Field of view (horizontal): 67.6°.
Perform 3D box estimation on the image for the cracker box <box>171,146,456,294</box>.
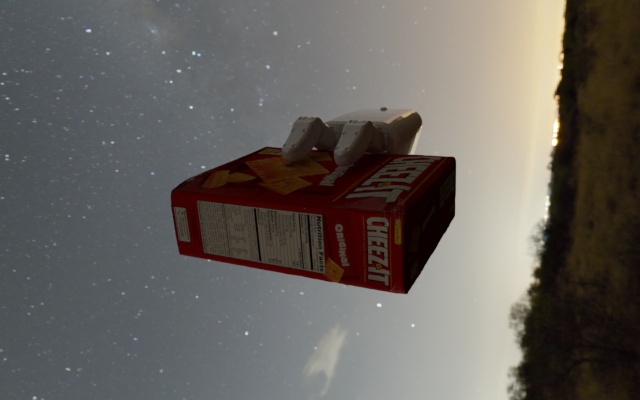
[{"bbox_3d":[0.000,0.002,0.439,0.213,0.072,0.164,5,21,26],"label":"cracker box"}]
